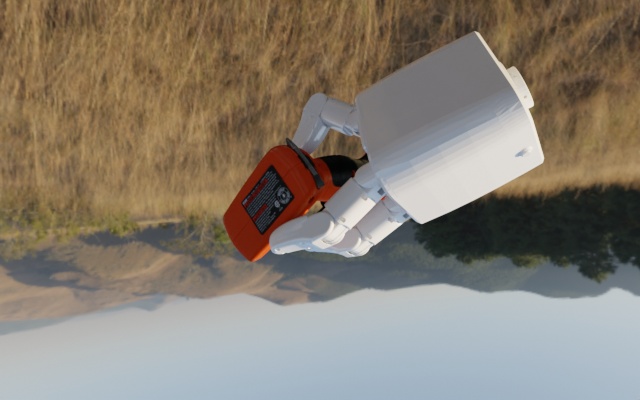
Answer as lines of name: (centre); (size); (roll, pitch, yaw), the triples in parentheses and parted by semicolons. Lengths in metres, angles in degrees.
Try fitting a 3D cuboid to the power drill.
power drill: (0.000, 0.001, 0.464); (0.187, 0.057, 0.184); (-14, -30, -52)
